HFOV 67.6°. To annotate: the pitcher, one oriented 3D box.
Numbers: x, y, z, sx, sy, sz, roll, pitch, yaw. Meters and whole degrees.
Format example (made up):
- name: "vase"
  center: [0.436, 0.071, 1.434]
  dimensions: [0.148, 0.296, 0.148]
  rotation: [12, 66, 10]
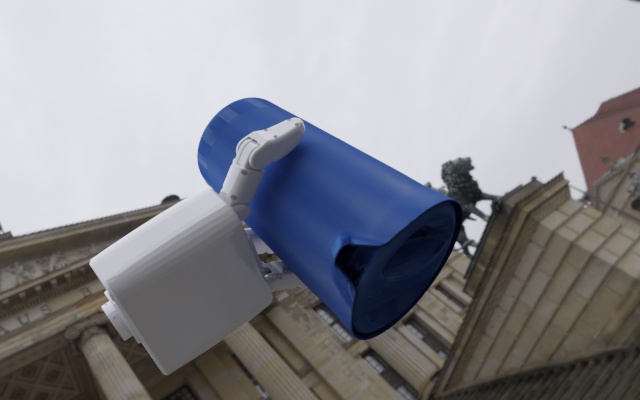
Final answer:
- name: "pitcher"
  center: [0.000, 0.002, 0.446]
  dimensions: [0.145, 0.149, 0.242]
  rotation: [-35, 53, -25]
